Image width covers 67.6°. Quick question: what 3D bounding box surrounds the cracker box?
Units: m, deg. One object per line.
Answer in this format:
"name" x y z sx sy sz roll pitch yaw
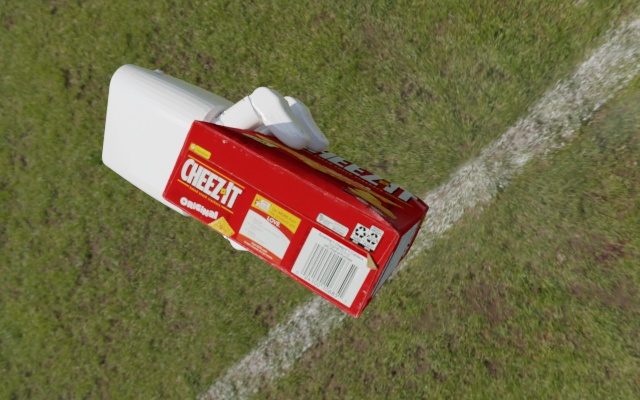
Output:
"cracker box" 0.000 0.002 0.411 0.164 0.072 0.213 29 12 14
